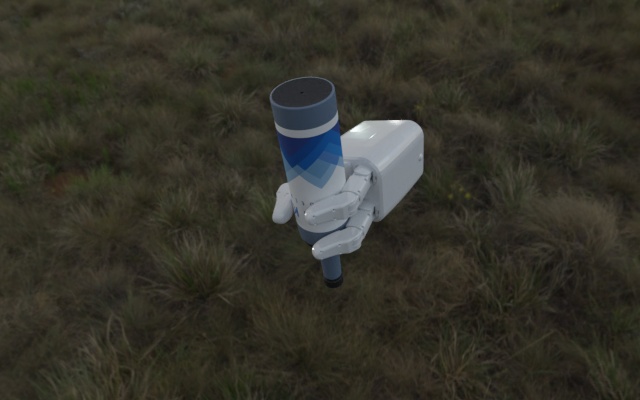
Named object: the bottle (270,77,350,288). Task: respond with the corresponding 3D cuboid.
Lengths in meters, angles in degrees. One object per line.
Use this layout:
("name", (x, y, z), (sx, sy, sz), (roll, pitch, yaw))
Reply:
("bottle", (0.000, 0.002, 0.575), (0.069, 0.296, 0.069), (-6, 40, 5))
